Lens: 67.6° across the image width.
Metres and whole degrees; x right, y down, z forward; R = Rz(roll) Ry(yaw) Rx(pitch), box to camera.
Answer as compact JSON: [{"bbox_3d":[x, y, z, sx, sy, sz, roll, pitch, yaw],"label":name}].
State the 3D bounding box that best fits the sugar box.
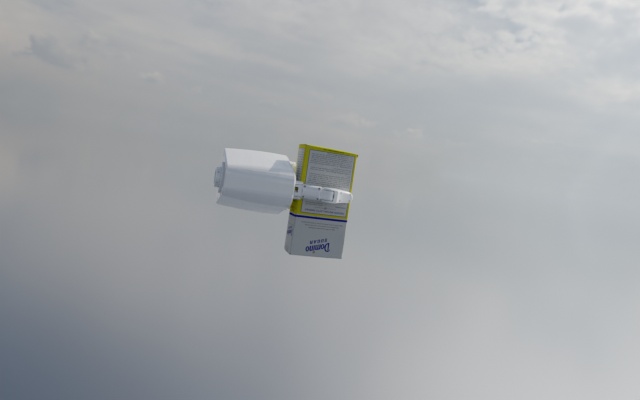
[{"bbox_3d":[0.000,0.002,0.777,0.093,0.176,0.048,8,6,-20],"label":"sugar box"}]
